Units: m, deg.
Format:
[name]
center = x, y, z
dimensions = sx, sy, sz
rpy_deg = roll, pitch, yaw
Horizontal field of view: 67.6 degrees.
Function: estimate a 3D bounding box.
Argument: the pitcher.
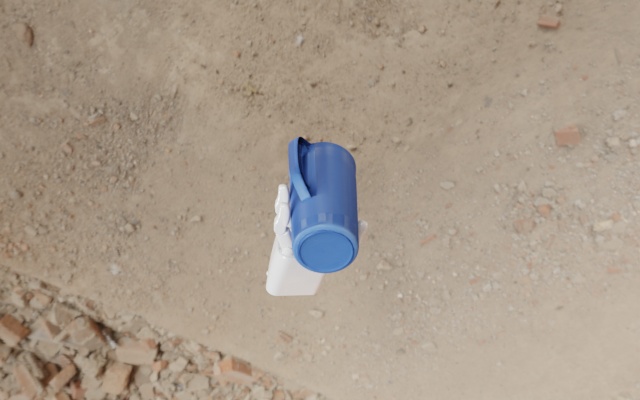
[pitcher]
center = 0.000, 0.003, 0.848
dimensions = 0.149, 0.145, 0.242
rpy_deg = 12, 36, -10
